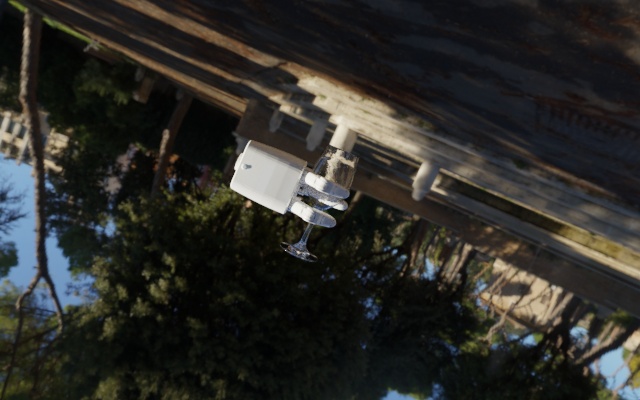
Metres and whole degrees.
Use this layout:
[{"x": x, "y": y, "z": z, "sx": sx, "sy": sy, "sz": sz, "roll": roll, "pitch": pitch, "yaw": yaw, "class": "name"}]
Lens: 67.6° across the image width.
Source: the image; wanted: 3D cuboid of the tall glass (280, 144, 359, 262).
[{"x": 0.000, "y": 0.003, "z": 0.850, "sx": 0.079, "sy": 0.201, "sz": 0.079, "roll": 24, "pitch": 6, "yaw": -3, "class": "tall glass"}]
